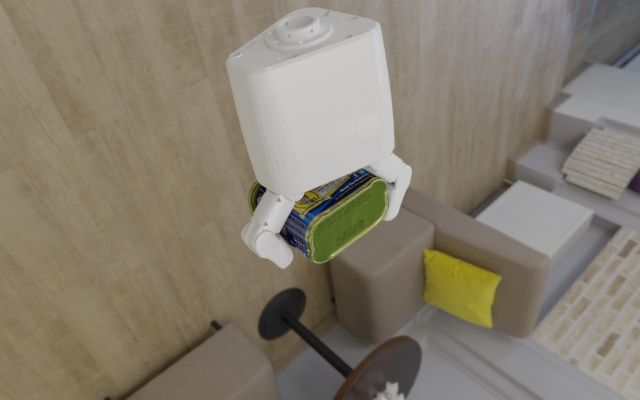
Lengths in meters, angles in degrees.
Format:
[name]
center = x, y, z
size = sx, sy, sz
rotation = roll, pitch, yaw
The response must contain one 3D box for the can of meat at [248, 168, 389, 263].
[can of meat]
center = 0.000, 0.002, 0.438
size = 0.102, 0.057, 0.084
rotation = -34, 44, -27
